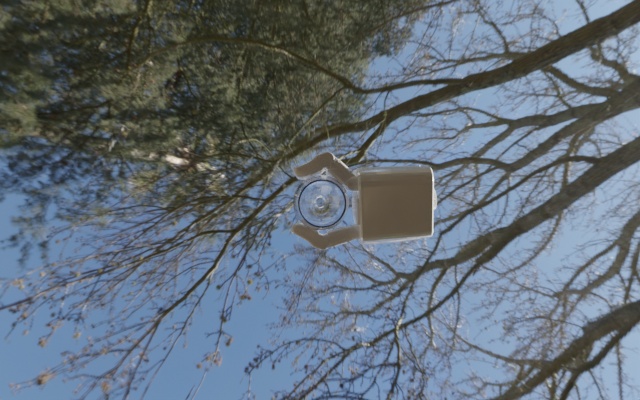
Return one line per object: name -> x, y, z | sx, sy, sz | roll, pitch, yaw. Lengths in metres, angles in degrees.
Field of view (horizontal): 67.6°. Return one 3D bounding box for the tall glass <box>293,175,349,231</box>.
tall glass -> 0.000, 0.002, 0.706 | 0.079, 0.079, 0.201 | 0, 1, -1
